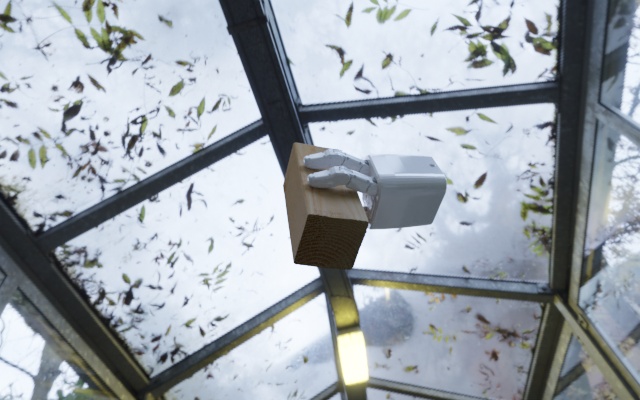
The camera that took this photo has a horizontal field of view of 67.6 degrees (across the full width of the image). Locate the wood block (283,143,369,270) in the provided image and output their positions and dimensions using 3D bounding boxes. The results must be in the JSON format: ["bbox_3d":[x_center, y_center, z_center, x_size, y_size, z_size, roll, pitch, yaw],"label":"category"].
[{"bbox_3d":[0.000,0.003,0.740,0.090,0.091,0.206,8,32,-14],"label":"wood block"}]
